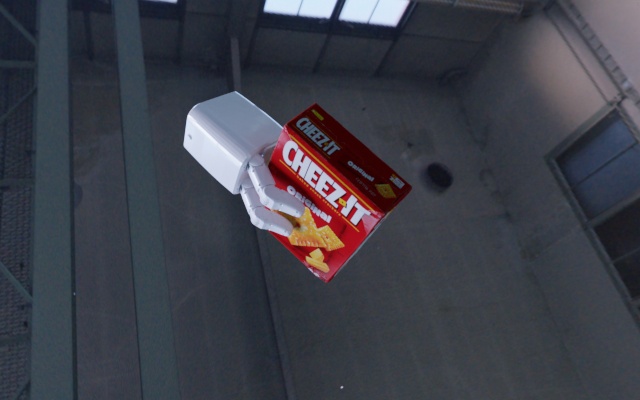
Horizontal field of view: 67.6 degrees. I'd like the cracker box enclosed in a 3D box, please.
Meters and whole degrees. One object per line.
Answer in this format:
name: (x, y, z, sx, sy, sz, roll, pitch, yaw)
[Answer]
cracker box: (0.000, 0.002, 0.652, 0.072, 0.164, 0.214, -42, -10, -36)
